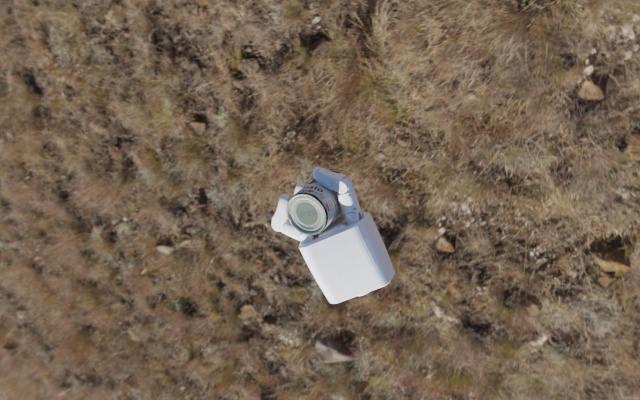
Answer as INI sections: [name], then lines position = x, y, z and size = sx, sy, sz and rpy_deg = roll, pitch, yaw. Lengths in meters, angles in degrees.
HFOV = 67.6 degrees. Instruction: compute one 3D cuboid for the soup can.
[soup can]
position = 0.000, 0.002, 0.725
size = 0.068, 0.068, 0.102
rpy_deg = 0, 21, 27
